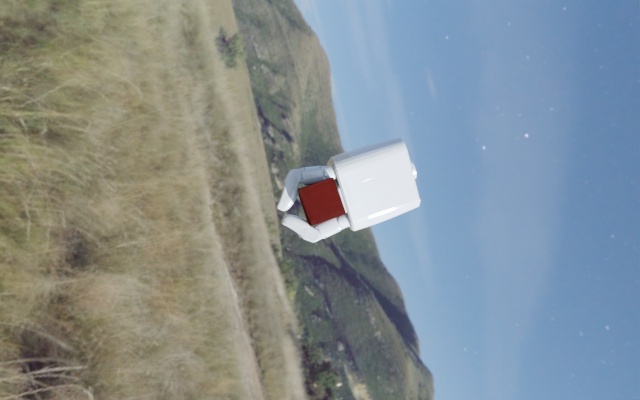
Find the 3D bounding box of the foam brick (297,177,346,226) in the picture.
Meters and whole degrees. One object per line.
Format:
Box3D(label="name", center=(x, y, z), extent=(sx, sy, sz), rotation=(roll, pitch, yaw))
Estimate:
Box3D(label="foam brick", center=(0.000, 0.002, 0.658), extent=(0.051, 0.053, 0.078), rotation=(-18, 0, -3))
